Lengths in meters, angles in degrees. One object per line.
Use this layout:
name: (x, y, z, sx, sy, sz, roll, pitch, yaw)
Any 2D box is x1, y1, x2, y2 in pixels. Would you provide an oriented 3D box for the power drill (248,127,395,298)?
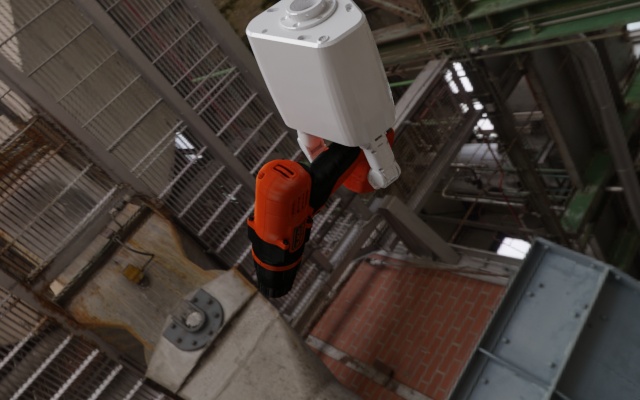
power drill: (0.000, 0.001, 0.506, 0.057, 0.185, 0.187, 32, 51, 18)
